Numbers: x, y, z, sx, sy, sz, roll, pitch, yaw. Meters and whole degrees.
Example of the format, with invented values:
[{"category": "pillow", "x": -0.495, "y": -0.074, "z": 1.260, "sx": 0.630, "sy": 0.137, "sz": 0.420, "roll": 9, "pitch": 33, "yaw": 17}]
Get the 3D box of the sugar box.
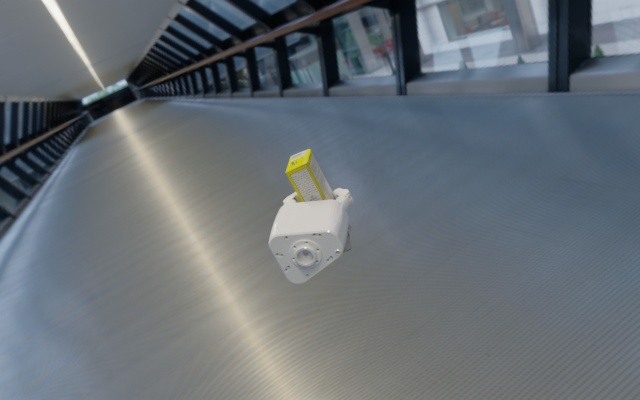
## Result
[{"category": "sugar box", "x": 0.000, "y": 0.003, "z": 0.845, "sx": 0.048, "sy": 0.176, "sz": 0.093, "roll": -21, "pitch": 20, "yaw": 12}]
